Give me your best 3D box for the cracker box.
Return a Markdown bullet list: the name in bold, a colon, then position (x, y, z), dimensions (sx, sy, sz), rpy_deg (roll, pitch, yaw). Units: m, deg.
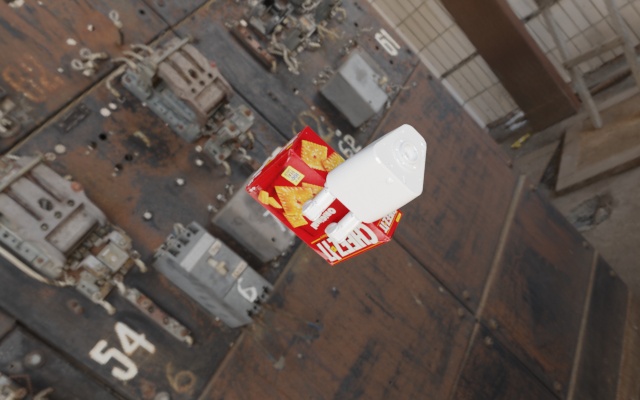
- **cracker box**: position (0.000, 0.002, 0.791), dimensions (0.214, 0.072, 0.164), rpy_deg (42, -39, -13)
